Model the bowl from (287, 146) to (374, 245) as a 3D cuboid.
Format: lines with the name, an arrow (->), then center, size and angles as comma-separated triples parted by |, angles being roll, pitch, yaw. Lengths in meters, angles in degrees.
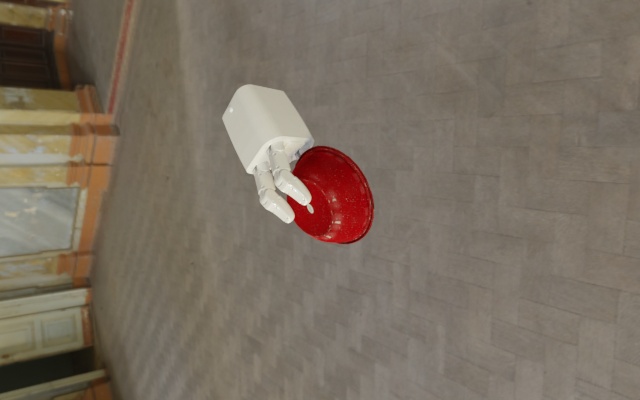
bowl -> 0.001, 0.003, 0.718 | 0.162, 0.162, 0.055 | 0, 21, 44
